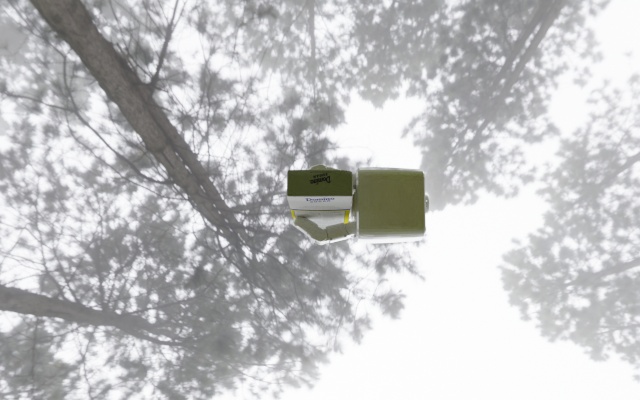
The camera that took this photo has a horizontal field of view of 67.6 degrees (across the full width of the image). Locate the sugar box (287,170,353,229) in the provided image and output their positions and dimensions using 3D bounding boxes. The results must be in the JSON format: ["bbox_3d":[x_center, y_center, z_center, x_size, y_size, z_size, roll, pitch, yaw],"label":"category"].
[{"bbox_3d":[0.000,0.002,0.736,0.093,0.048,0.176,0,-20,0],"label":"sugar box"}]
